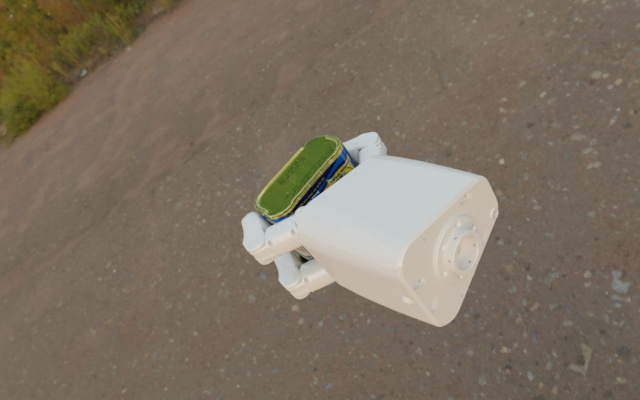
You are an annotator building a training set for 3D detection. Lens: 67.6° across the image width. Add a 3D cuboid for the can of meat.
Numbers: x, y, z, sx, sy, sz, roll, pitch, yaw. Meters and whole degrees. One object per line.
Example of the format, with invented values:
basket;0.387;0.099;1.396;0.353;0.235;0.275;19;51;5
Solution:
can of meat;0.000;0.001;0.449;0.057;0.102;0.084;22;-24;50
